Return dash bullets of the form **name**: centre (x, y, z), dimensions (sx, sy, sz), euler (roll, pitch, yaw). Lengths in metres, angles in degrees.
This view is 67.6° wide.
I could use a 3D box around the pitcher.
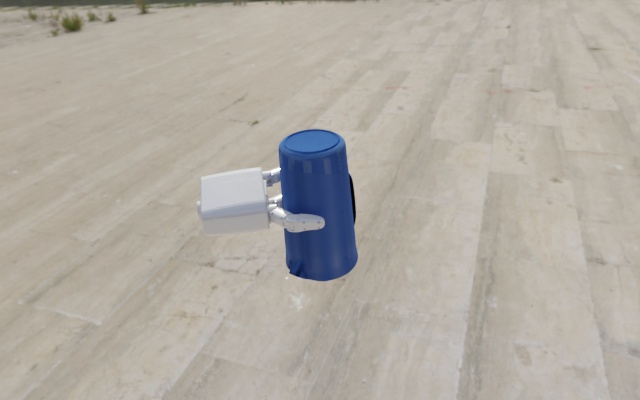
- **pitcher**: centre (0.000, 0.003, 0.824), dimensions (0.145, 0.243, 0.149), euler (-7, 31, -5)
